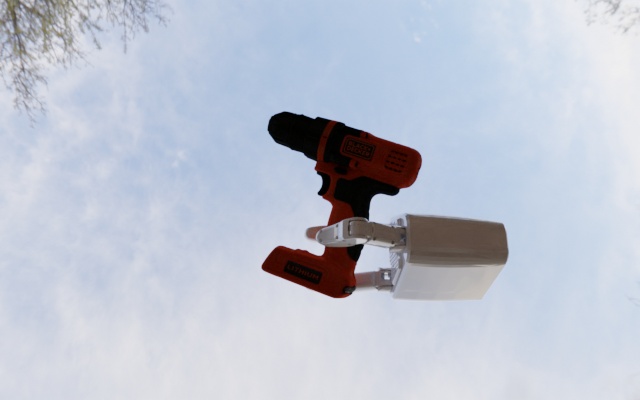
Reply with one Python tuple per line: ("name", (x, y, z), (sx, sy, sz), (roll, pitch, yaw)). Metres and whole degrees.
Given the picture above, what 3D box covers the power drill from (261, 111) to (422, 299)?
("power drill", (0.000, 0.002, 0.538), (0.184, 0.187, 0.057), (20, -1, 17))
